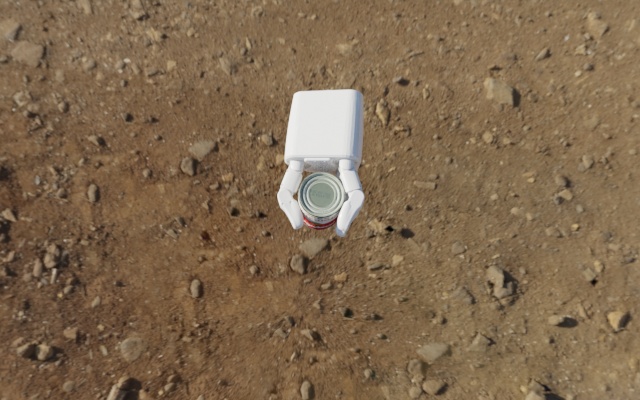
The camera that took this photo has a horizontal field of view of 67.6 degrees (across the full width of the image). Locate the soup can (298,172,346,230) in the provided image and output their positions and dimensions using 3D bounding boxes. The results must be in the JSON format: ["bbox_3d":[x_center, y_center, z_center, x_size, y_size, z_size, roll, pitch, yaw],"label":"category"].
[{"bbox_3d":[0.000,0.003,0.711,0.068,0.068,0.102,0,-13,-3],"label":"soup can"}]
